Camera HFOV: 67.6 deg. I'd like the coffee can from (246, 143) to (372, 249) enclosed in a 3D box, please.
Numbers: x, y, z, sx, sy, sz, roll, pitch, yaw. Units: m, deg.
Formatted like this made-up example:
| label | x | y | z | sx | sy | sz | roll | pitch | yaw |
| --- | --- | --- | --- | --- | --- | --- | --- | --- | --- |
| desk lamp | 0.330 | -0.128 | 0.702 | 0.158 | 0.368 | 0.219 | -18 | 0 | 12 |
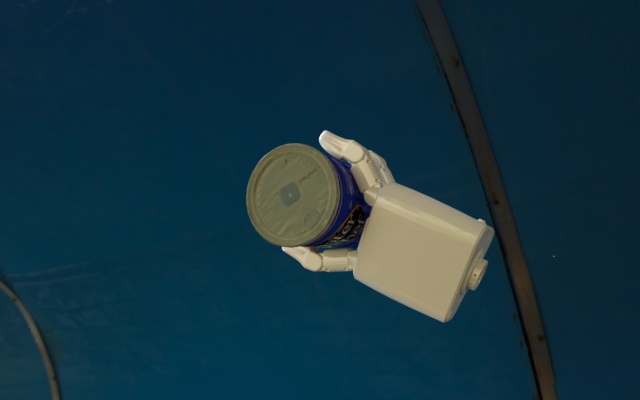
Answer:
| label | x | y | z | sx | sy | sz | roll | pitch | yaw |
| --- | --- | --- | --- | --- | --- | --- | --- | --- | --- |
| coffee can | 0.000 | 0.002 | 0.527 | 0.103 | 0.103 | 0.140 | 0 | -6 | 26 |
